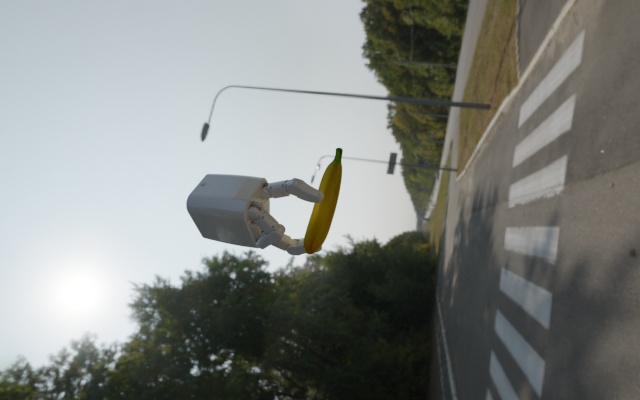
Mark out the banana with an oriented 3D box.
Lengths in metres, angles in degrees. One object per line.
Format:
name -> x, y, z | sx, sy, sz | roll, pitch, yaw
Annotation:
banana -> 0.004, 0.009, 0.793 | 0.037, 0.197, 0.070 | 7, -28, 15
